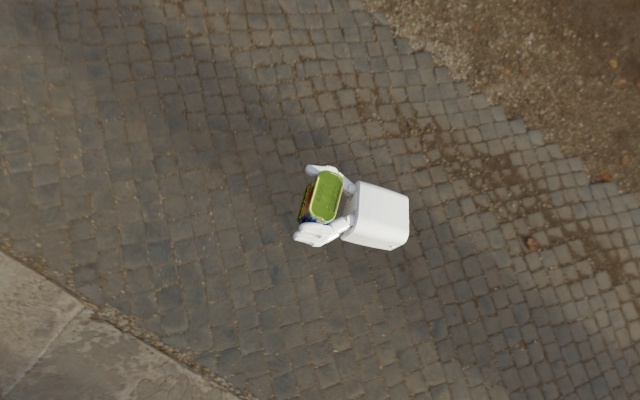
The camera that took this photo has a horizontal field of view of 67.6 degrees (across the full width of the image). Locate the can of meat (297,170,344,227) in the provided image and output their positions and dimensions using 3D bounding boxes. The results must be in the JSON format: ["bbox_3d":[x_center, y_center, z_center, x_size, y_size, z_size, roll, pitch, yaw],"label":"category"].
[{"bbox_3d":[0.000,0.003,0.883,0.057,0.102,0.084,19,-21,-10],"label":"can of meat"}]
